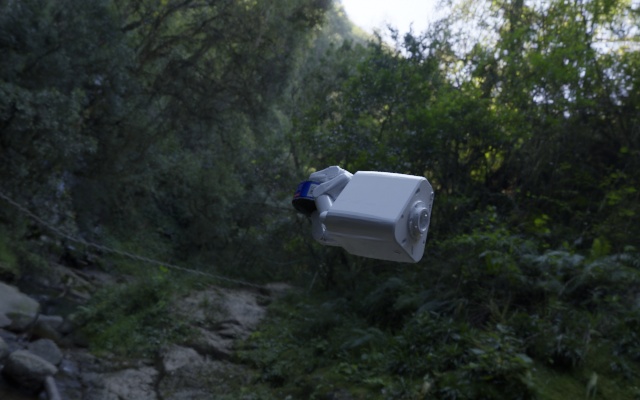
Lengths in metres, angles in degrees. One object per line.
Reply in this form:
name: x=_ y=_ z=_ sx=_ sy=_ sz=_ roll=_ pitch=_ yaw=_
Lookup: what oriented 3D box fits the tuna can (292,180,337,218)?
tuna can: x=0.000 y=0.002 z=0.755 sx=0.086 sy=0.033 sz=0.086 roll=17 pitch=-20 yaw=6
